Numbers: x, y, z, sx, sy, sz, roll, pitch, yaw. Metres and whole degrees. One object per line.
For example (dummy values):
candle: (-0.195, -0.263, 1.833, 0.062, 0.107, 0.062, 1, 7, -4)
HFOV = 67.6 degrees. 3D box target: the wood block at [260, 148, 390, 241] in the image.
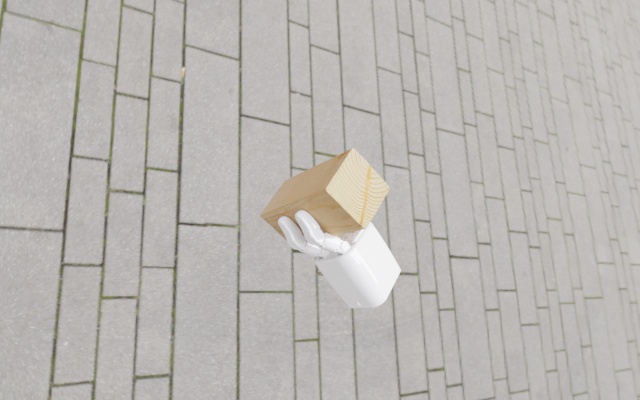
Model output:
wood block: (0.001, 0.003, 0.780, 0.090, 0.090, 0.206, 45, -32, -17)
